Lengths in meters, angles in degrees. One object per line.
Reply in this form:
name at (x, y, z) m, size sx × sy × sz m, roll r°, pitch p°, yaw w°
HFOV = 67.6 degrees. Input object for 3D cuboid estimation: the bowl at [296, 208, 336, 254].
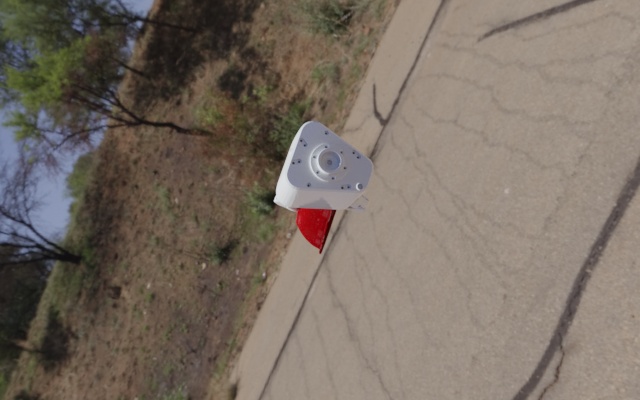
bowl at (0.000, 0.003, 0.779) m, size 0.055 × 0.162 × 0.162 m, roll 17°, pitch 1°, yaw 4°
